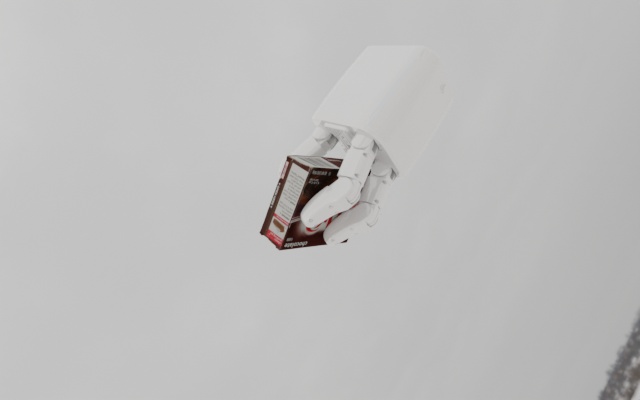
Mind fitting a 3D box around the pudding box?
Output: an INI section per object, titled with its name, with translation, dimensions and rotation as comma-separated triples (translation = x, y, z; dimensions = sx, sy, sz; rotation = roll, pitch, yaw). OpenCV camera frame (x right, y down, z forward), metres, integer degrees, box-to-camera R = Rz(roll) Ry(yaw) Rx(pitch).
[pudding box]
translation = 0.000, 0.001, 0.496
dimensions = 0.039, 0.090, 0.113
rotation = 34, 21, 37
